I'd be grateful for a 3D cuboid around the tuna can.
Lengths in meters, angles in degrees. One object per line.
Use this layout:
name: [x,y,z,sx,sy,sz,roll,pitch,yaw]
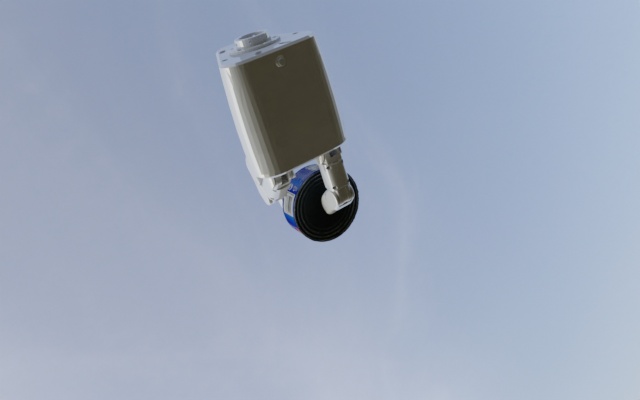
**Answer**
tuna can: [0.000,0.002,0.547,0.086,0.086,0.033,0,14,-32]
